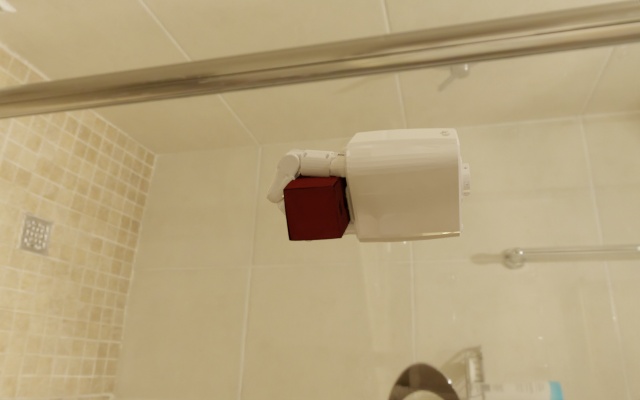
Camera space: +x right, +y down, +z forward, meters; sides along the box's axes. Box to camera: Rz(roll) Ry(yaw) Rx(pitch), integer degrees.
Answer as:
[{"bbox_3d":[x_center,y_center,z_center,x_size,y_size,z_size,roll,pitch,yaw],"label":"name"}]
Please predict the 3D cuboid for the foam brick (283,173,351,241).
[{"bbox_3d":[0.000,0.002,0.473,0.051,0.053,0.078,-3,17,14],"label":"foam brick"}]
